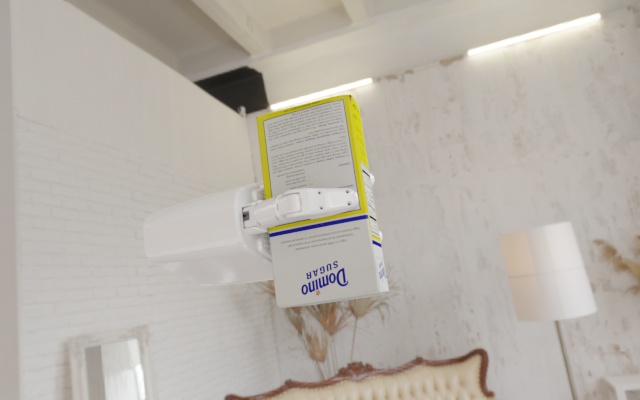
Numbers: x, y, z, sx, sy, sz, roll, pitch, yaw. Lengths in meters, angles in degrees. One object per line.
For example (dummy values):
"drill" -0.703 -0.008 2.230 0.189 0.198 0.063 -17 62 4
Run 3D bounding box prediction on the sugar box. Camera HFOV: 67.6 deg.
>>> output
"sugar box" 0.000 0.001 0.426 0.093 0.176 0.048 -11 -11 18
